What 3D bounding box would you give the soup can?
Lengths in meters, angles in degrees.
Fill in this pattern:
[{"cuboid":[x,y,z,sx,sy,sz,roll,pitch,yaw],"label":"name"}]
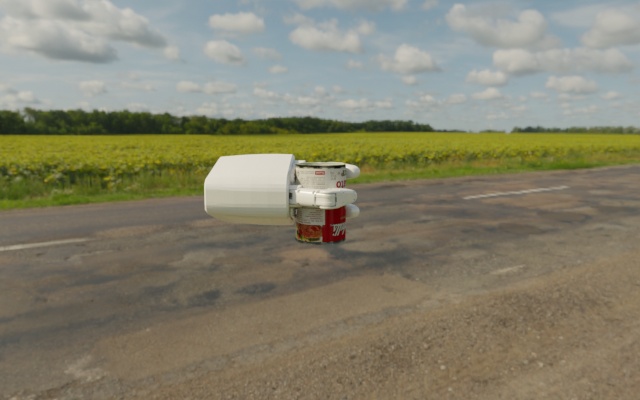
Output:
[{"cuboid":[0.001,0.002,0.631,0.068,0.102,0.068,0,8,0],"label":"soup can"}]
